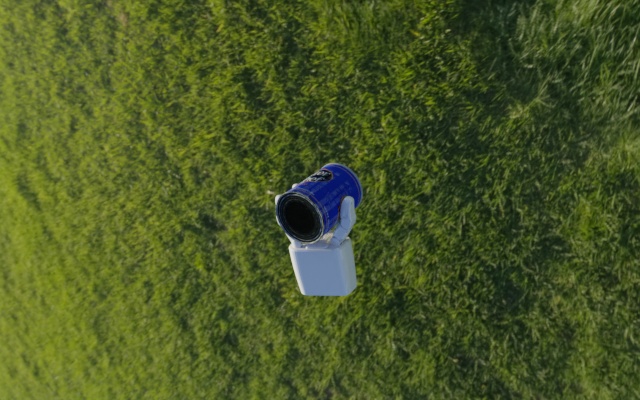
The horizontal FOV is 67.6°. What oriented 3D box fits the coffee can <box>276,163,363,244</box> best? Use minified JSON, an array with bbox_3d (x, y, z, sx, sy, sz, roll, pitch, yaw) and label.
[{"bbox_3d":[0.000,0.003,0.878,0.103,0.103,0.140,0,24,36],"label":"coffee can"}]
